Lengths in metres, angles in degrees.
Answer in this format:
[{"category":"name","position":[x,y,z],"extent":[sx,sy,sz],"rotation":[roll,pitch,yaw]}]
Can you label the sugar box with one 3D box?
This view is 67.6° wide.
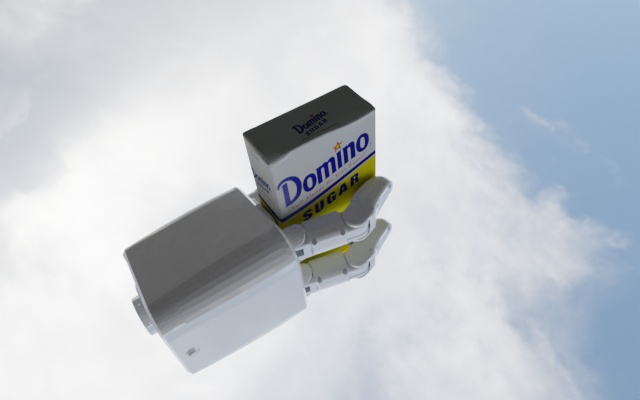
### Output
[{"category":"sugar box","position":[0.000,0.002,0.400],"extent":[0.093,0.176,0.048],"rotation":[-29,54,-18]}]
